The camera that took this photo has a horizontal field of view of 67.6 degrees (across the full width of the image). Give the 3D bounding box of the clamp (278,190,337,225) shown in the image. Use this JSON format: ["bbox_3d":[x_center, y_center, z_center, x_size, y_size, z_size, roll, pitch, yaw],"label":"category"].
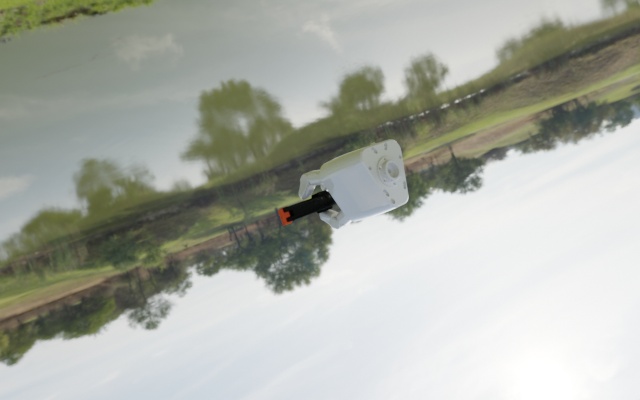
[{"bbox_3d":[0.000,0.004,0.876,0.210,0.036,0.164,-21,1,-37],"label":"clamp"}]
